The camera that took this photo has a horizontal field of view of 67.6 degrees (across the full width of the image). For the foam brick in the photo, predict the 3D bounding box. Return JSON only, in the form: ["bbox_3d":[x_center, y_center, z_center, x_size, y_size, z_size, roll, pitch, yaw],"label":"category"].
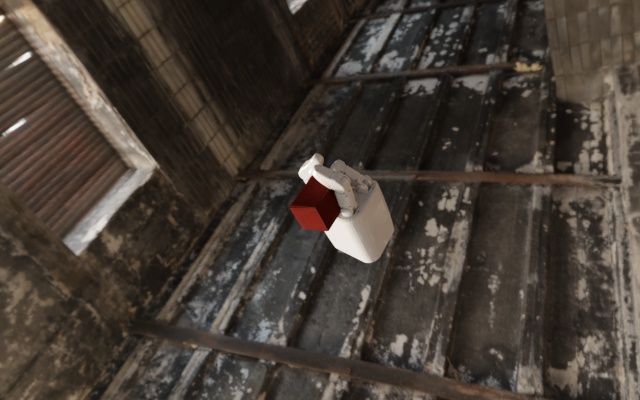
[{"bbox_3d":[0.000,0.003,0.736,0.053,0.051,0.078,4,45,37],"label":"foam brick"}]
